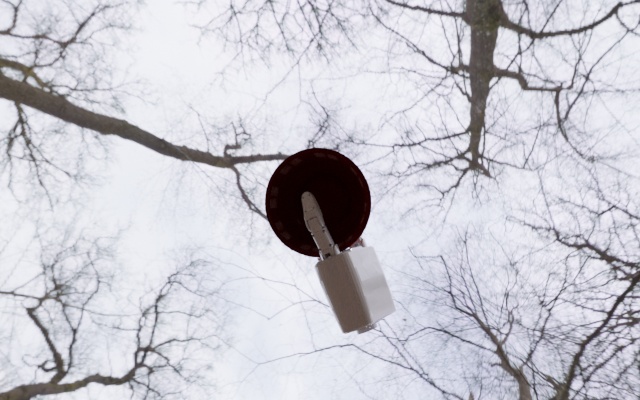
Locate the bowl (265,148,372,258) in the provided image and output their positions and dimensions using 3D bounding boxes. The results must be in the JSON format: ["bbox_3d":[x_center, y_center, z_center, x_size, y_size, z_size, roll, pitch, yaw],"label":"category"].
[{"bbox_3d":[0.000,0.001,0.725,0.162,0.162,0.055,0,3,13],"label":"bowl"}]
